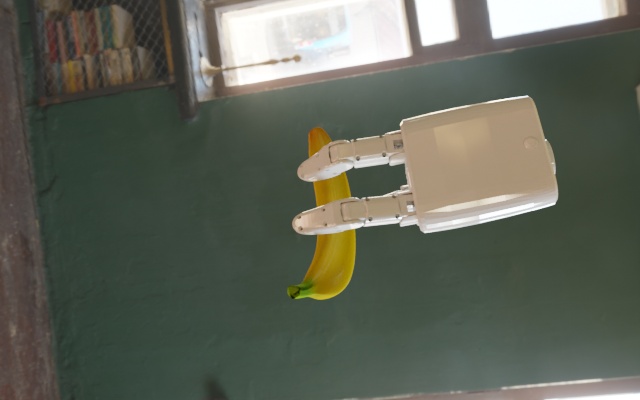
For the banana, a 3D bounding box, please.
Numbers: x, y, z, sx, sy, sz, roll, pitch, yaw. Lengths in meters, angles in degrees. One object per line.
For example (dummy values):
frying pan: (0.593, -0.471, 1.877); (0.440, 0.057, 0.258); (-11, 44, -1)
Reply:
banana: (0.008, 0.015, 0.452); (0.037, 0.197, 0.070); (-16, -44, 21)
